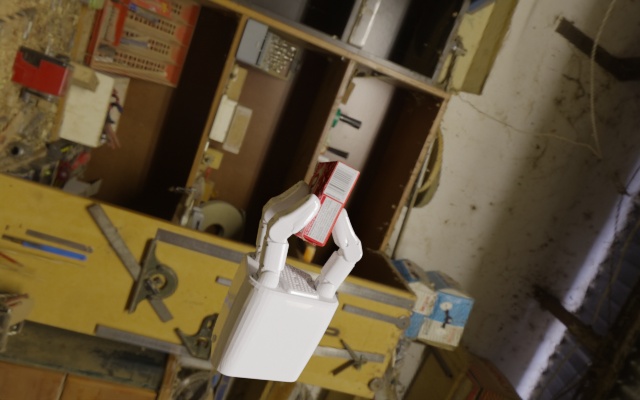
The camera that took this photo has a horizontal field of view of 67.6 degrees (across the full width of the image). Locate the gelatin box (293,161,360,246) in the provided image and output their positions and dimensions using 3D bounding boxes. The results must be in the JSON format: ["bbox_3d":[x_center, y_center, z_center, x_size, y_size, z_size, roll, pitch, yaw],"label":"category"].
[{"bbox_3d":[0.001,0.002,0.516,0.030,0.089,0.073,28,-4,-15],"label":"gelatin box"}]
